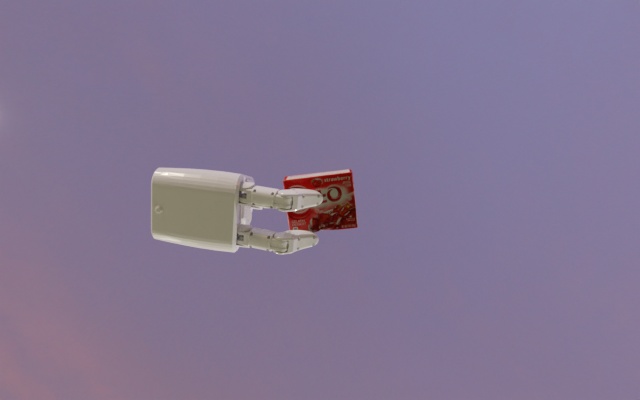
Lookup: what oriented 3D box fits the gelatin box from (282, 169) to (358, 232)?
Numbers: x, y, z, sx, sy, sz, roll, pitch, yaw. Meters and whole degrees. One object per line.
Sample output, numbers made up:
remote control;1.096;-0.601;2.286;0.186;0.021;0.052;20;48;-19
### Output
gelatin box;0.000;0.002;0.611;0.089;0.073;0.030;-6;13;2
